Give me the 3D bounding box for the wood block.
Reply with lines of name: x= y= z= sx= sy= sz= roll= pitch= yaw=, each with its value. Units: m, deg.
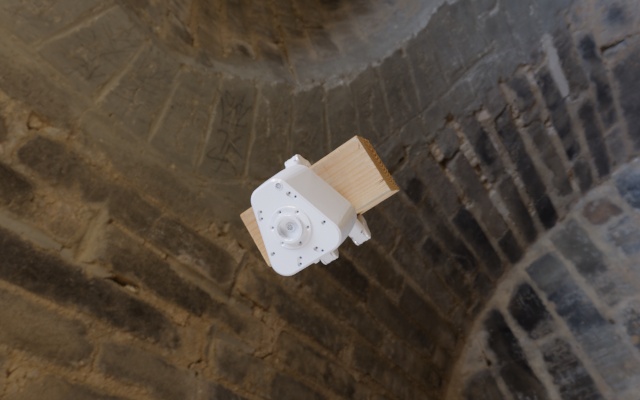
wood block: x=0.000 y=0.002 z=0.700 sx=0.206 sy=0.091 sz=0.090 roll=-33 pitch=-7 yaw=16
